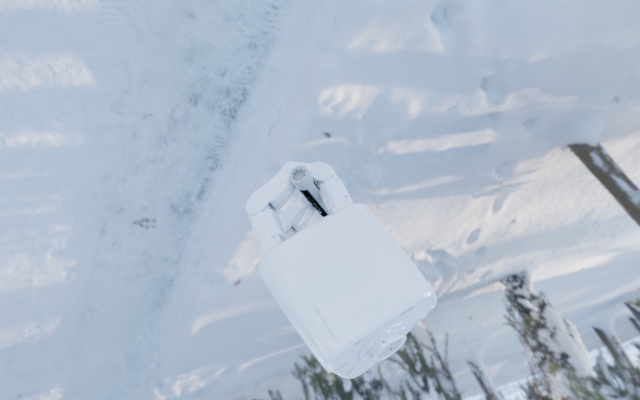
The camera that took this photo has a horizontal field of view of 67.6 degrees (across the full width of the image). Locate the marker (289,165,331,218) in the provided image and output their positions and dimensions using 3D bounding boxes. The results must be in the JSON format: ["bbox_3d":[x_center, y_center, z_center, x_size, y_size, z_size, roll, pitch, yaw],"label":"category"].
[{"bbox_3d":[0.000,0.002,0.483,0.020,0.020,0.121,0,-25,21],"label":"marker"}]
